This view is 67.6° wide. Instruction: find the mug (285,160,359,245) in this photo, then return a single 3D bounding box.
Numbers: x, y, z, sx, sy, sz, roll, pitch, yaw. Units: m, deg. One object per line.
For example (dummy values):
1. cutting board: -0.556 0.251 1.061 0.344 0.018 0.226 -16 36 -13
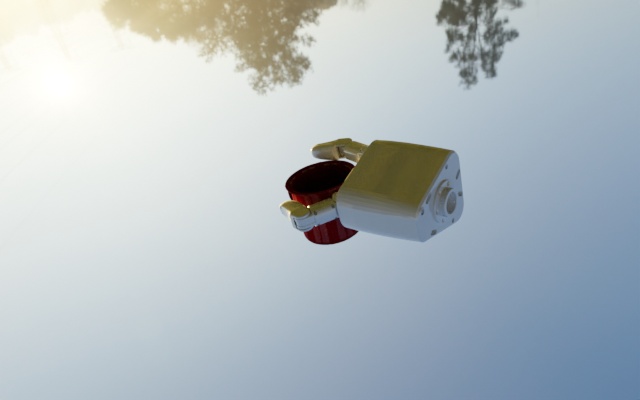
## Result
1. mug: -0.001 0.002 0.630 0.117 0.081 0.093 12 38 41
